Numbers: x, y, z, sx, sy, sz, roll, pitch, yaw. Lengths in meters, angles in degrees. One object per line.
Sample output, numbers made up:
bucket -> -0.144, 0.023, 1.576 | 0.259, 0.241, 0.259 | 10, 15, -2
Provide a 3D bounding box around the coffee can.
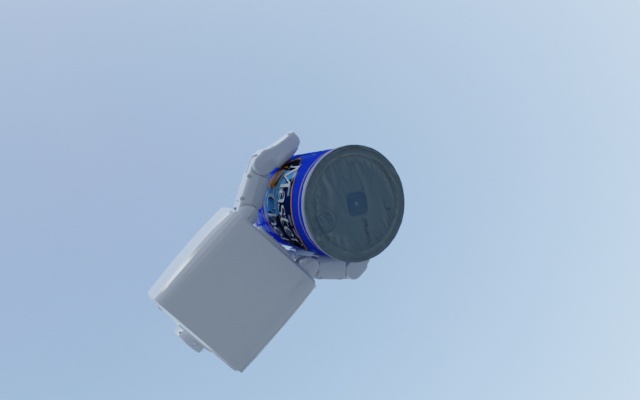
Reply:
coffee can -> 0.000, 0.001, 0.474 | 0.103, 0.103, 0.140 | 0, 1, -27
